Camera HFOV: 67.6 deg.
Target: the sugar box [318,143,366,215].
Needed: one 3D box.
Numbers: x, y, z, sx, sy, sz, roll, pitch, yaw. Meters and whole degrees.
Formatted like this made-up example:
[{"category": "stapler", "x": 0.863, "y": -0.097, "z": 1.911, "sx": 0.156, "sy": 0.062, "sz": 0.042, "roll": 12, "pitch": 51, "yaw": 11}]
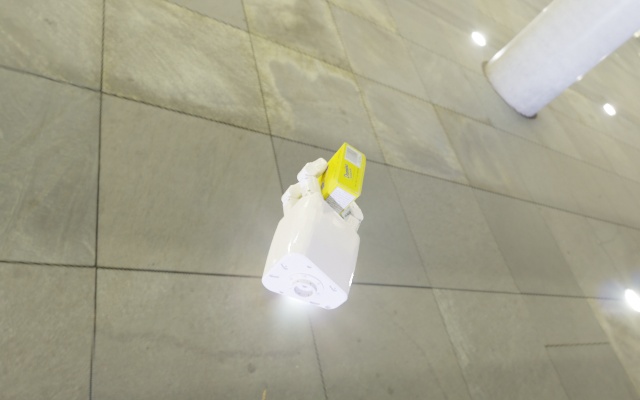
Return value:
[{"category": "sugar box", "x": 0.000, "y": 0.002, "z": 0.730, "sx": 0.048, "sy": 0.093, "sz": 0.176, "roll": 31, "pitch": -49, "yaw": -16}]
